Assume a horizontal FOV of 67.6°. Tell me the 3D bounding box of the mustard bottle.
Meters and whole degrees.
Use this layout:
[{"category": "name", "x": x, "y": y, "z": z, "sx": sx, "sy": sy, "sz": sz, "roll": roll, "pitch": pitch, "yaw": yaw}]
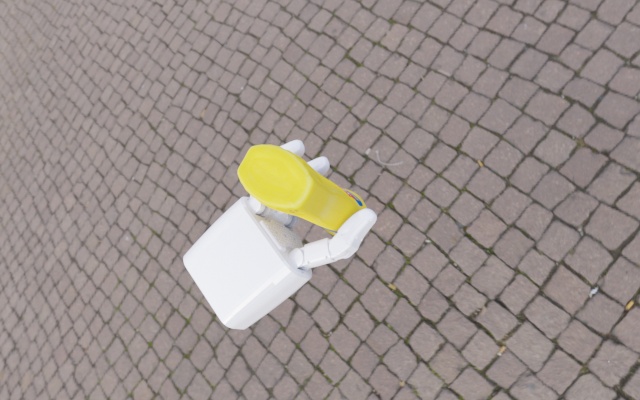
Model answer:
[{"category": "mustard bottle", "x": 0.000, "y": 0.001, "z": 0.533, "sx": 0.096, "sy": 0.058, "sz": 0.192, "roll": 28, "pitch": -1, "yaw": 35}]
